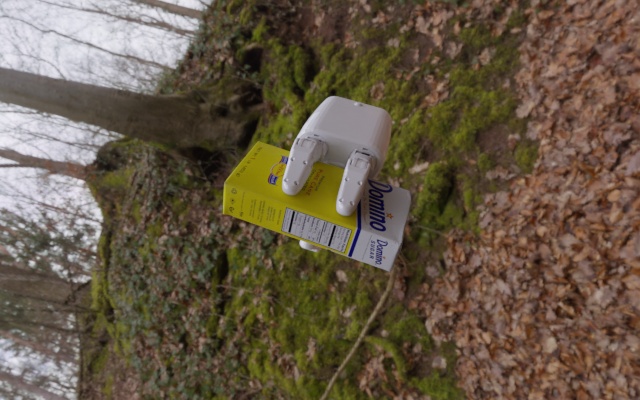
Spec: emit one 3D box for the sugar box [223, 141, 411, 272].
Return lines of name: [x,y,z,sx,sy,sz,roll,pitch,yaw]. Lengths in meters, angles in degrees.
sugar box: [0.000,0.001,0.484,0.176,0.048,0.093,16,37,6]
